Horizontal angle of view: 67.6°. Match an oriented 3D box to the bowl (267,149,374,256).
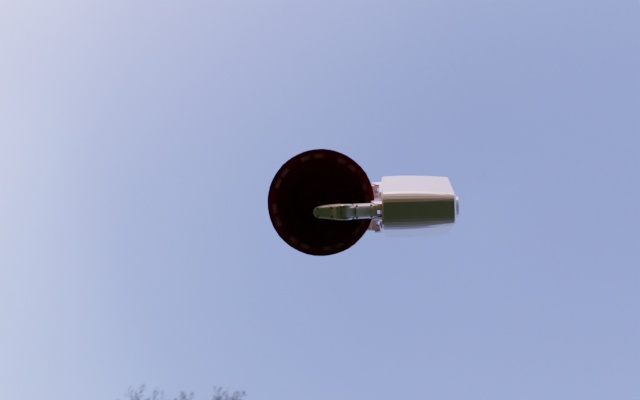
[{"bbox_3d":[-0.001,0.002,0.741,0.162,0.162,0.055,0,3,-3],"label":"bowl"}]
